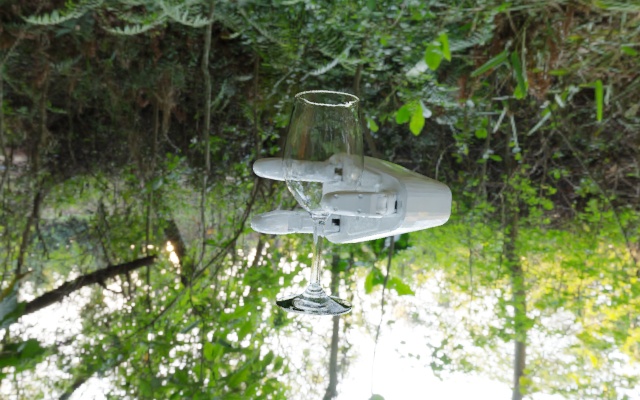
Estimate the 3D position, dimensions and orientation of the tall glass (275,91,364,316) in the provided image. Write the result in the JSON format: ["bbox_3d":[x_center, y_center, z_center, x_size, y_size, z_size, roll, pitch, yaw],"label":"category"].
[{"bbox_3d":[0.000,0.002,0.457,0.079,0.201,0.079,3,3,0],"label":"tall glass"}]
